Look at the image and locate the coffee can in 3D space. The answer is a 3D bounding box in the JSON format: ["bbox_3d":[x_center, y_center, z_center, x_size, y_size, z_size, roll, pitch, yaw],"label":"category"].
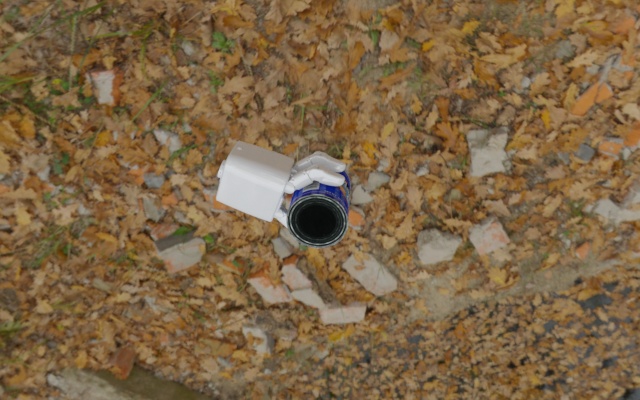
[{"bbox_3d":[0.000,0.003,0.836,0.103,0.103,0.140,0,28,5],"label":"coffee can"}]
